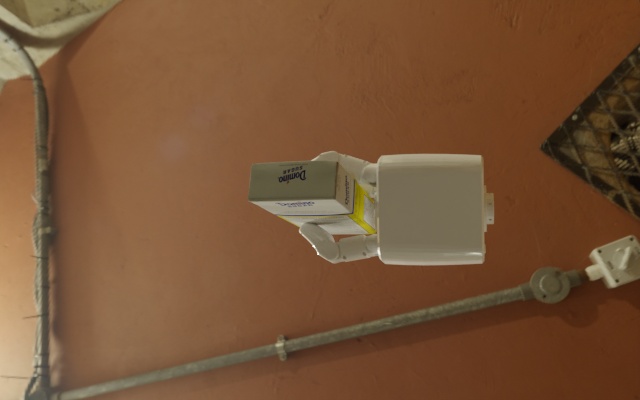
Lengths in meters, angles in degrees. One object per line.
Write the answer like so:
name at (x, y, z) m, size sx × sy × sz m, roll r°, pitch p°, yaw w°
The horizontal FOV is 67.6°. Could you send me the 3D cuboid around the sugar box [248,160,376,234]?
sugar box at (0.000, 0.001, 0.534) m, size 0.093 × 0.048 × 0.176 m, roll -1°, pitch -17°, yaw 18°
